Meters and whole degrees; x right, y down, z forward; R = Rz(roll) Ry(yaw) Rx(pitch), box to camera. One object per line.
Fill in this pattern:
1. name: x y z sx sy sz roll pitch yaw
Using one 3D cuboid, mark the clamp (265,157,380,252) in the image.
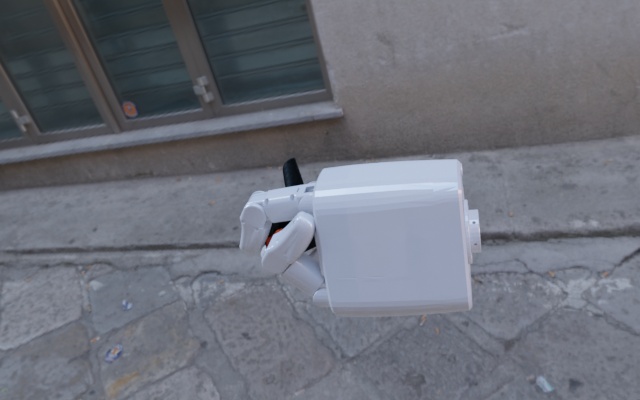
1. clamp: 0.000 0.001 0.475 0.120 0.039 0.171 -5 32 18
